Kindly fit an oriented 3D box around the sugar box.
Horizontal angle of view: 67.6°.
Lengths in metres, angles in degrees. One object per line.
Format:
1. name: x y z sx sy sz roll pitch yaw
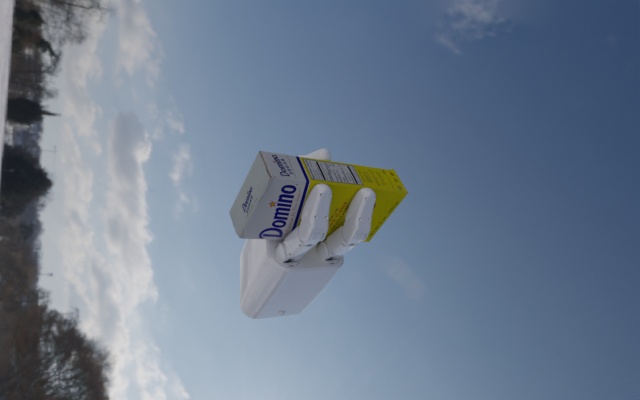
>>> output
1. sugar box: 0.000 0.002 0.522 0.176 0.048 0.093 2 -44 -35
